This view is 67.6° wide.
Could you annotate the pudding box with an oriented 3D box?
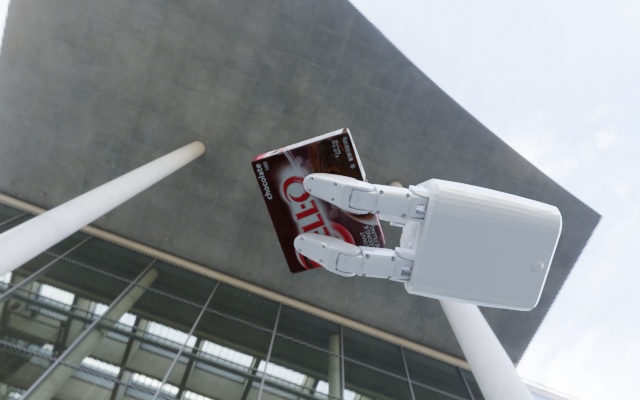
[{"bbox_3d":[0.000,0.001,0.428,0.090,0.113,0.039,-16,11,11],"label":"pudding box"}]
